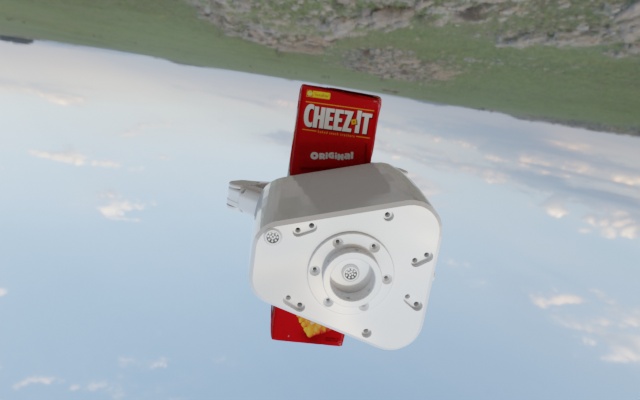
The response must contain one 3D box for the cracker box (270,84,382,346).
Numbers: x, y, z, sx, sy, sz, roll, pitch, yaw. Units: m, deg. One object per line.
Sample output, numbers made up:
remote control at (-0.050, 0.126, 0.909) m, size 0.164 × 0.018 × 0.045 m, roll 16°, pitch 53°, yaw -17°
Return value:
cracker box at (0.000, 0.002, 0.458) m, size 0.072 × 0.214 × 0.164 m, roll 8°, pitch 13°, yaw -5°
